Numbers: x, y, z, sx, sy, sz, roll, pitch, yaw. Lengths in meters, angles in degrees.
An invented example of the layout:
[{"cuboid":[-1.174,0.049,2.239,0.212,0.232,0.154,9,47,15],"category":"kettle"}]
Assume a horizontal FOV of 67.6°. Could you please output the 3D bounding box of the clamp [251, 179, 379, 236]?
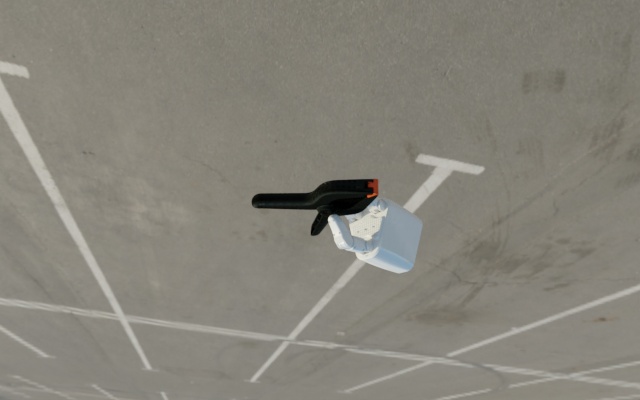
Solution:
[{"cuboid":[0.001,0.003,0.791,0.164,0.036,0.210,24,-33,-37],"category":"clamp"}]
